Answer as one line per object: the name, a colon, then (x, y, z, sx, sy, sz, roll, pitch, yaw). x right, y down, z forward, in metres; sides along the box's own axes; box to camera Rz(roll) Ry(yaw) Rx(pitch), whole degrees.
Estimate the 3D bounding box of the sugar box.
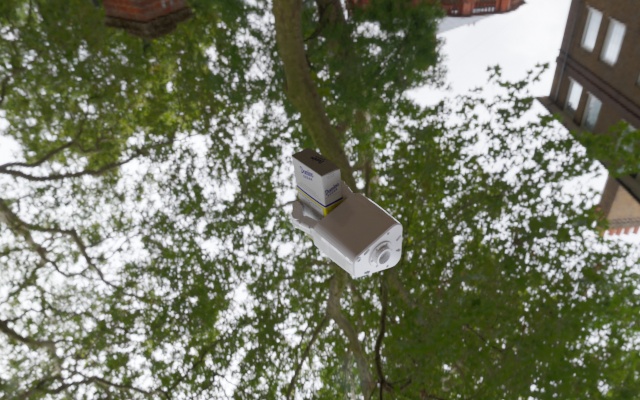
sugar box: (0.001, 0.003, 0.848, 0.048, 0.176, 0.093, -26, 41, -26)
